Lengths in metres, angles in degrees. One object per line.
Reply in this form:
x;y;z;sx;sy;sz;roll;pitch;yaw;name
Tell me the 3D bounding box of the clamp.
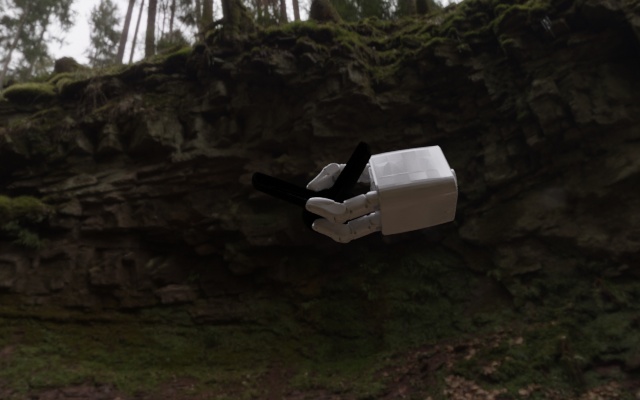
0.000;0.002;0.701;0.164;0.036;0.210;-10;-36;4;clamp
